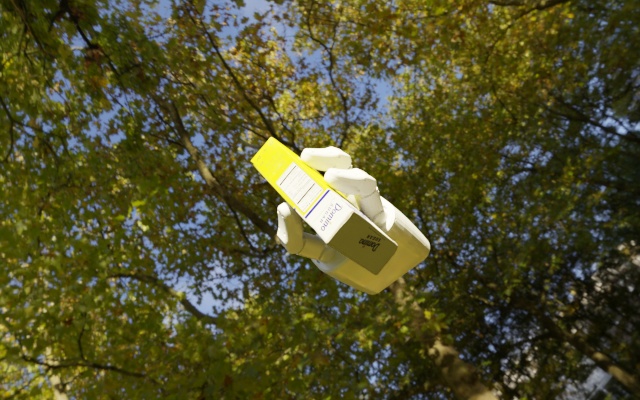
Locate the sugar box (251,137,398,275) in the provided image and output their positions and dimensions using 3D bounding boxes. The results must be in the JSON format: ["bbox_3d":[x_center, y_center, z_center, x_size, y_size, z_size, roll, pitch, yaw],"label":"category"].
[{"bbox_3d":[0.000,0.001,0.517,0.093,0.048,0.176,36,3,-44],"label":"sugar box"}]
